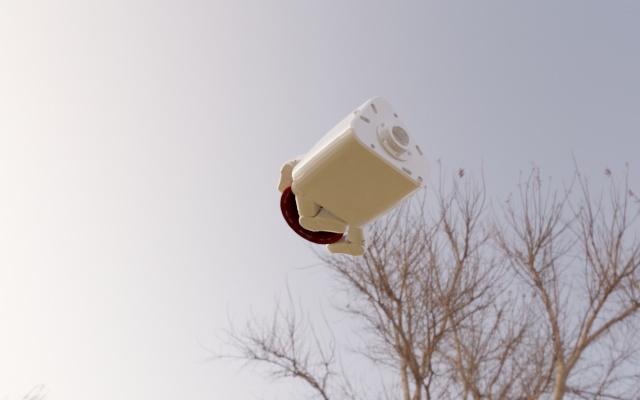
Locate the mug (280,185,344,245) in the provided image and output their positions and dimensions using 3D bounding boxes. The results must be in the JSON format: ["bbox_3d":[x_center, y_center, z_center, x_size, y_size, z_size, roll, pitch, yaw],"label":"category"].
[{"bbox_3d":[-0.001,0.003,0.634,0.117,0.093,0.081,-36,10,45],"label":"mug"}]
